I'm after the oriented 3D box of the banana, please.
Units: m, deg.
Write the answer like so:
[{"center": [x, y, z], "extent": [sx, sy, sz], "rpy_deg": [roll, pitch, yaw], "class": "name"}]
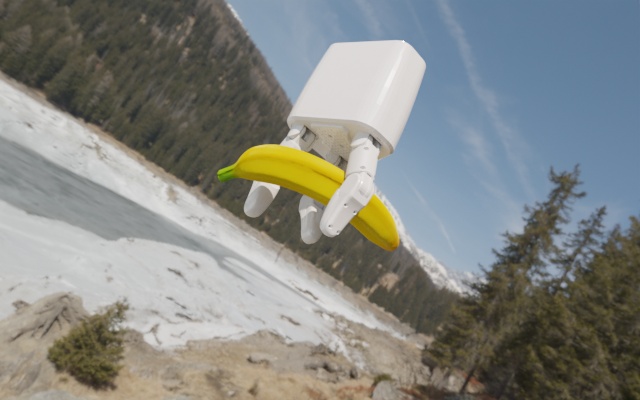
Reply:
[{"center": [0.004, -0.007, 0.457], "extent": [0.198, 0.037, 0.070], "rpy_deg": [25, -30, -12], "class": "banana"}]
